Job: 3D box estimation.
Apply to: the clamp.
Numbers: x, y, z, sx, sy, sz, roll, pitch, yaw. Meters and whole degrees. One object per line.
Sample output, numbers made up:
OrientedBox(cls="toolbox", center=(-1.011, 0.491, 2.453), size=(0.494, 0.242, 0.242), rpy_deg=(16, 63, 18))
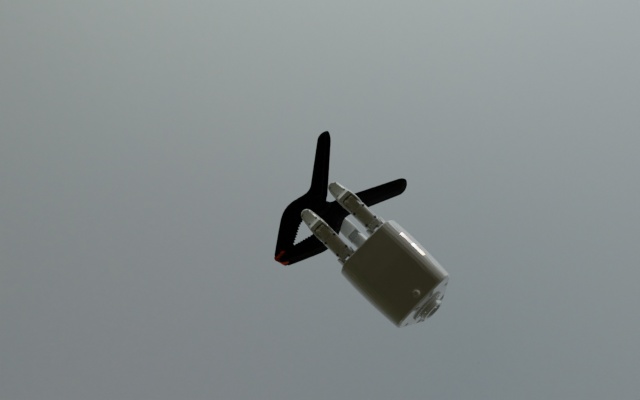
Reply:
OrientedBox(cls="clamp", center=(0.000, 0.003, 0.702), size=(0.164, 0.210, 0.036), rpy_deg=(44, -1, 31))
